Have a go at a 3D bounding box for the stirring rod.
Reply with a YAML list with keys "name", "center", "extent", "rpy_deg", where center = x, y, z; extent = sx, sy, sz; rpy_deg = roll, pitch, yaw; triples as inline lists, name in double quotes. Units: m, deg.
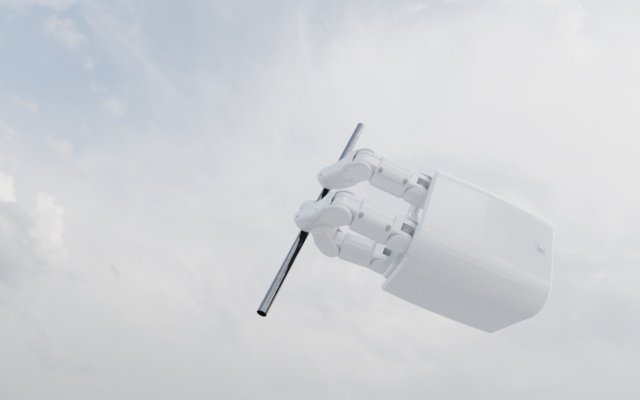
- name: "stirring rod"
  center: [0.000, 0.002, 0.421]
  extent: [0.011, 0.011, 0.239]
  rpy_deg: [0, 41, 28]
